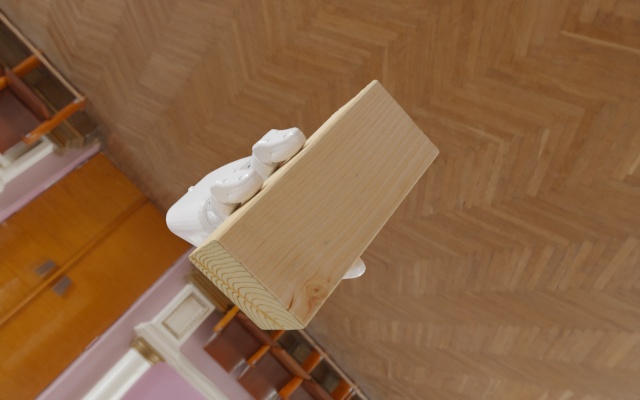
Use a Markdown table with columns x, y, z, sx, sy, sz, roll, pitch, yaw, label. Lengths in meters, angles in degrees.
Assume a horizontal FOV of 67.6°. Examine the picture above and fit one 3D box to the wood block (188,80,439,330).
| x | y | z | sx | sy | sz | roll | pitch | yaw | label |
| --- | --- | --- | --- | --- | --- | --- | --- | --- | --- |
| 0.000 | 0.002 | 0.412 | 0.206 | 0.091 | 0.090 | -48 | 10 | -29 | wood block |
